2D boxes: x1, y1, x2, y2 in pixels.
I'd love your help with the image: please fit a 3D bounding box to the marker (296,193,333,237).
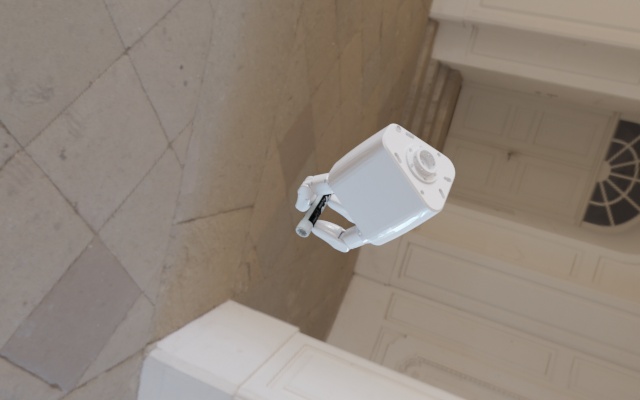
[{"bbox_3d":[0.000,0.002,0.662,0.020,0.020,0.121,0,41,33],"label":"marker"}]
